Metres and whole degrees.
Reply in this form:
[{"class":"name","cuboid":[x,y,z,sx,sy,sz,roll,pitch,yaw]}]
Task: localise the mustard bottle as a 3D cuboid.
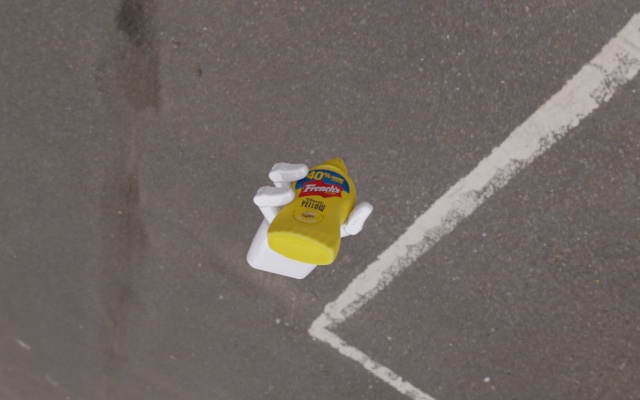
[{"class":"mustard bottle","cuboid":[0.000,0.002,0.692,0.096,0.058,0.191,12,45,13]}]
